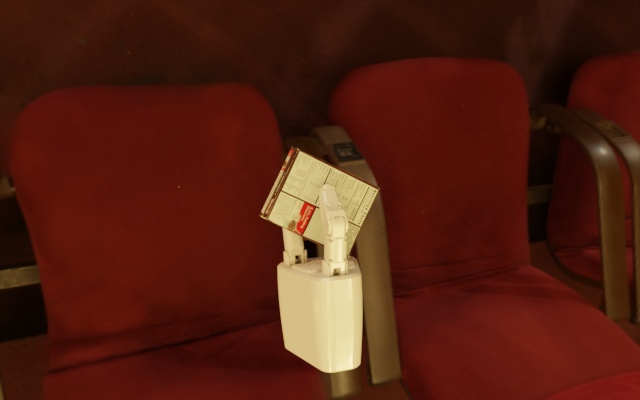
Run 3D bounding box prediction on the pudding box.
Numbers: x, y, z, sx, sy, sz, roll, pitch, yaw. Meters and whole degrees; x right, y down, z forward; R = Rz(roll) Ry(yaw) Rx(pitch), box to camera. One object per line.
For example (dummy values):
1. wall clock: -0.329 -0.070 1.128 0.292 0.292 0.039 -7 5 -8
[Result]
1. pudding box: 0.000 0.002 0.552 0.113 0.090 0.039 25 -1 -18
